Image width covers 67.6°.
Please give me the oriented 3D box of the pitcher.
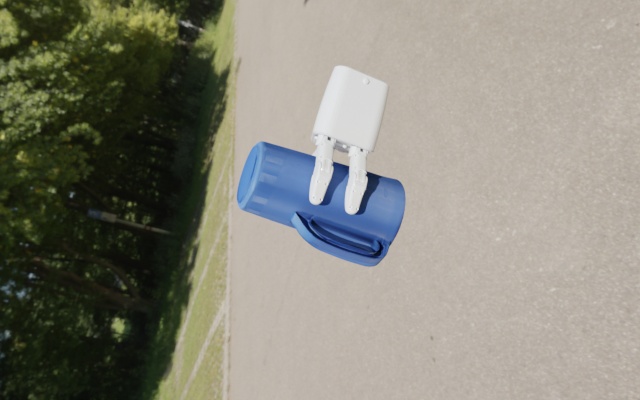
[{"bbox_3d":[0.000,0.002,0.737,0.243,0.145,0.149,17,-2,-19],"label":"pitcher"}]
